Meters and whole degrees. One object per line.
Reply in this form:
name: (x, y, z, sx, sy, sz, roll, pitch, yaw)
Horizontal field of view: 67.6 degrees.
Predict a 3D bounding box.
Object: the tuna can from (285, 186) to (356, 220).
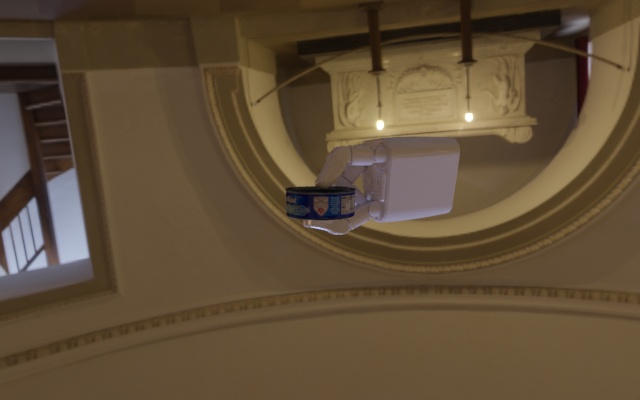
tuna can: (0.000, 0.002, 0.583, 0.086, 0.034, 0.086, 0, 6, 0)
